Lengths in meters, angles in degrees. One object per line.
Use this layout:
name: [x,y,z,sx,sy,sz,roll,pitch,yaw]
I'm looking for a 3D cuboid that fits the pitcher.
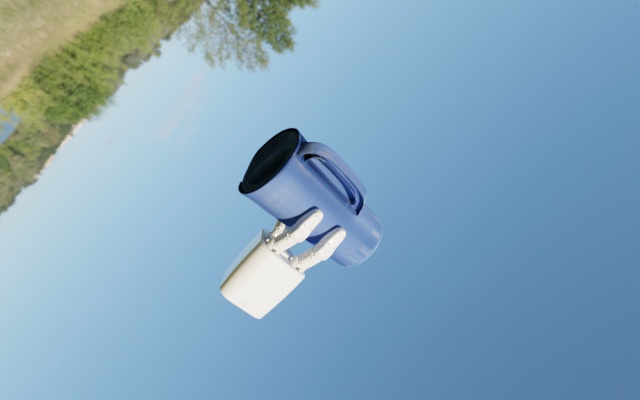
pitcher: [0.000,0.003,0.786,0.243,0.145,0.149,42,3,-28]
